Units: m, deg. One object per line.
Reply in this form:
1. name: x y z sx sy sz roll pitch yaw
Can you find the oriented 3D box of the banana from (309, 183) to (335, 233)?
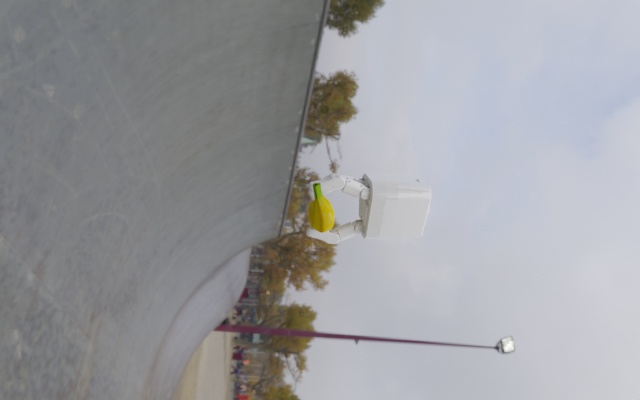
1. banana: 0.001 0.021 0.802 0.037 0.069 0.198 -2 -9 -4
